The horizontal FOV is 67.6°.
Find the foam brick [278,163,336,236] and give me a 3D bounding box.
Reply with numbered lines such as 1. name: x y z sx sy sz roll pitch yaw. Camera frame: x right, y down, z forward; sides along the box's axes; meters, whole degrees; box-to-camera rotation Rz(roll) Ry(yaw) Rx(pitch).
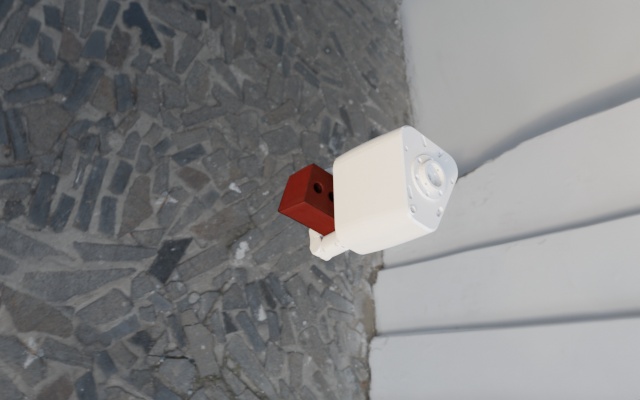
1. foam brick: 0.000 0.002 0.563 0.078 0.053 0.051 30 -32 -27
